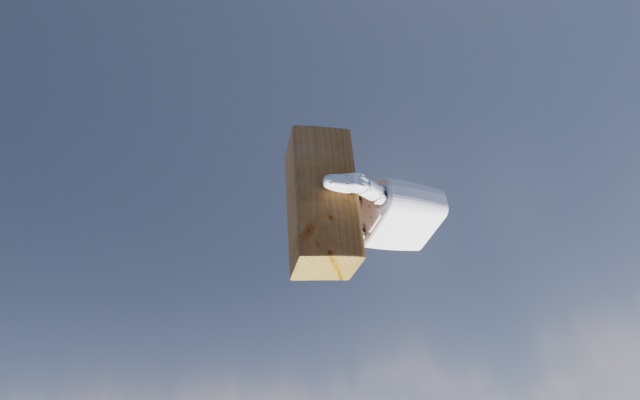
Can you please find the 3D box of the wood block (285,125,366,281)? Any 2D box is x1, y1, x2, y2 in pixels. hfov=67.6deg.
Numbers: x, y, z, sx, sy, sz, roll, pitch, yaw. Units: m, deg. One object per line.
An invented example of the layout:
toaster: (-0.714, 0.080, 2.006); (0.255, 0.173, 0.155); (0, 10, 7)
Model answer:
wood block: (0.001, 0.002, 0.691); (0.090, 0.206, 0.091); (2, -29, -13)
